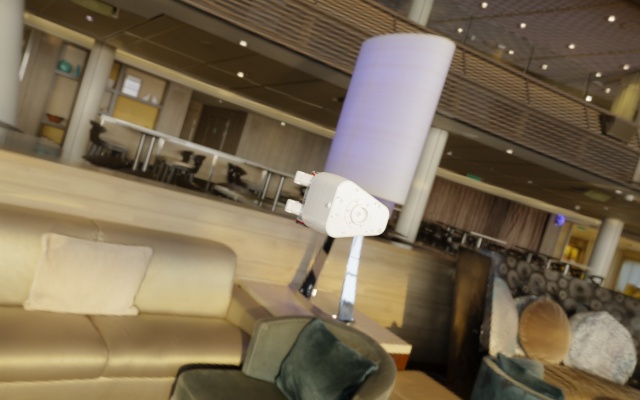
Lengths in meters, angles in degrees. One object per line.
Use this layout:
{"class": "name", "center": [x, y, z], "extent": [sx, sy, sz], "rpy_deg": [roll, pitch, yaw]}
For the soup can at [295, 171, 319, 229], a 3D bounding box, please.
{"class": "soup can", "center": [0.000, 0.003, 0.888], "extent": [0.068, 0.102, 0.068], "rpy_deg": [17, 2, -1]}
